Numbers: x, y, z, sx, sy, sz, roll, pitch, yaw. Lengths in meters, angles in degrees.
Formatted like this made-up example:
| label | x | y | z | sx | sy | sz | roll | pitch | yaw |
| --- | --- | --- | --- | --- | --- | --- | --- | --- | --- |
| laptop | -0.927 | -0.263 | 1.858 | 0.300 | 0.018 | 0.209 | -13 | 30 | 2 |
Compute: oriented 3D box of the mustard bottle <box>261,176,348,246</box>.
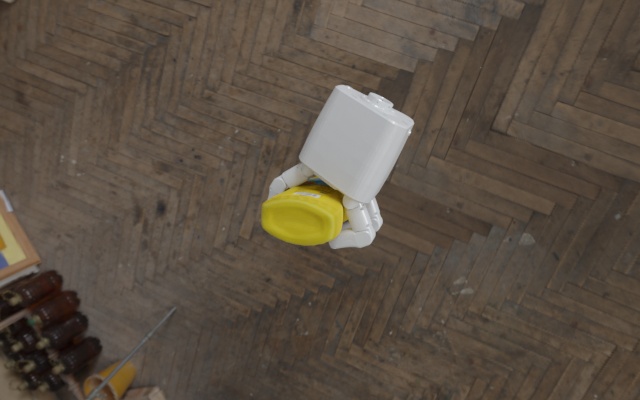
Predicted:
| label | x | y | z | sx | sy | sz | roll | pitch | yaw |
| --- | --- | --- | --- | --- | --- | --- | --- | --- | --- |
| mustard bottle | 0.000 | 0.002 | 0.645 | 0.096 | 0.058 | 0.191 | 7 | 17 | 17 |
